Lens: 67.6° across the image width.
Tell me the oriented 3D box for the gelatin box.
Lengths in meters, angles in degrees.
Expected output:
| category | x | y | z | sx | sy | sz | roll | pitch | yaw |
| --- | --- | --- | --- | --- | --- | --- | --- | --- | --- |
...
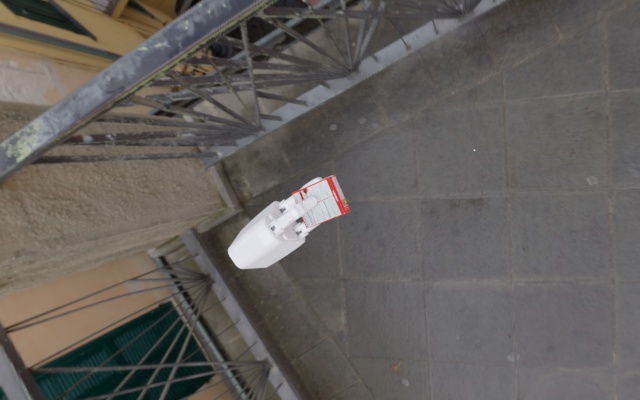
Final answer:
| category | x | y | z | sx | sy | sz | roll | pitch | yaw |
| --- | --- | --- | --- | --- | --- | --- | --- | --- | --- |
| gelatin box | 0.000 | 0.003 | 0.881 | 0.089 | 0.073 | 0.030 | -23 | 1 | 28 |
